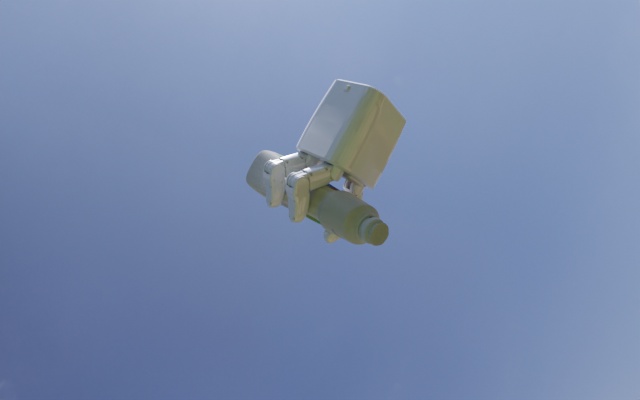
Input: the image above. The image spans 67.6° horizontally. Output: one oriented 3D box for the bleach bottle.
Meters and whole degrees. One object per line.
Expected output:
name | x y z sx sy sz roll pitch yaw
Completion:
bleach bottle | 0.000 0.002 0.633 0.102 0.068 0.250 28 0 -41
